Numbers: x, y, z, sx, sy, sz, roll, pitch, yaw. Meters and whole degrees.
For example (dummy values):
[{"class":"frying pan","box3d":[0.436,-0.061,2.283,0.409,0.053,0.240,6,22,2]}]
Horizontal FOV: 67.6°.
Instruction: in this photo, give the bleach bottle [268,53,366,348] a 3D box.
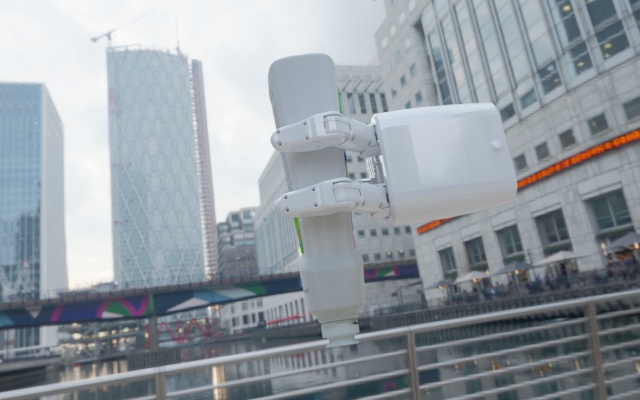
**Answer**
[{"class":"bleach bottle","box3d":[0.000,0.001,0.433,0.068,0.250,0.102,-8,-14,-2]}]
